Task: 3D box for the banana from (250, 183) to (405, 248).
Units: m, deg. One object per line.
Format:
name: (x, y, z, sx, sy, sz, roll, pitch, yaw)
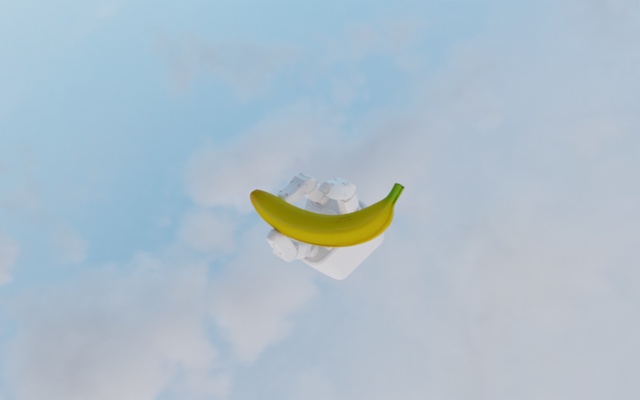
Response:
banana: (0.001, 0.020, 0.551, 0.198, 0.069, 0.037, -1, -18, 25)
